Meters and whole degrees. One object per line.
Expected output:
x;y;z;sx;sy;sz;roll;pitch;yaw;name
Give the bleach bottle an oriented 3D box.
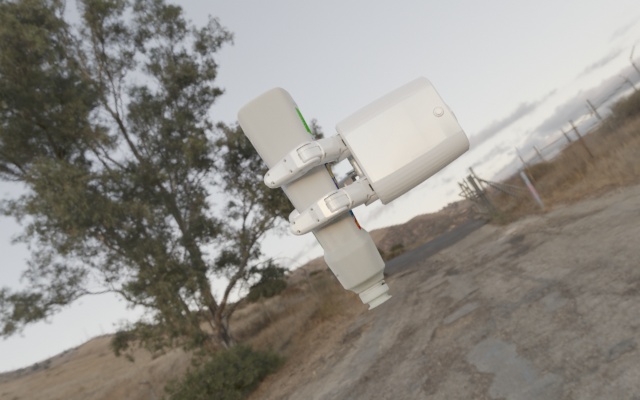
0.000;0.002;0.526;0.068;0.251;0.102;-31;-10;2;bleach bottle
